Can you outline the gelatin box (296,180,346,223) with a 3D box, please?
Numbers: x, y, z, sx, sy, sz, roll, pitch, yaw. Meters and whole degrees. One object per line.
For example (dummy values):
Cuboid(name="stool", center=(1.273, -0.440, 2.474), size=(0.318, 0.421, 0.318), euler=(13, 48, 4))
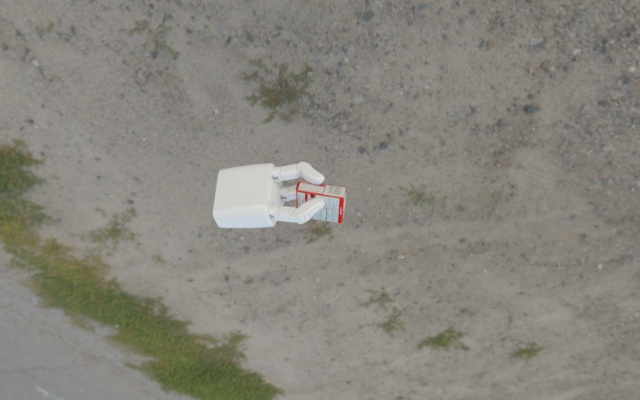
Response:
Cuboid(name="gelatin box", center=(0.000, 0.003, 0.874), size=(0.089, 0.030, 0.073), euler=(9, -42, 7))
